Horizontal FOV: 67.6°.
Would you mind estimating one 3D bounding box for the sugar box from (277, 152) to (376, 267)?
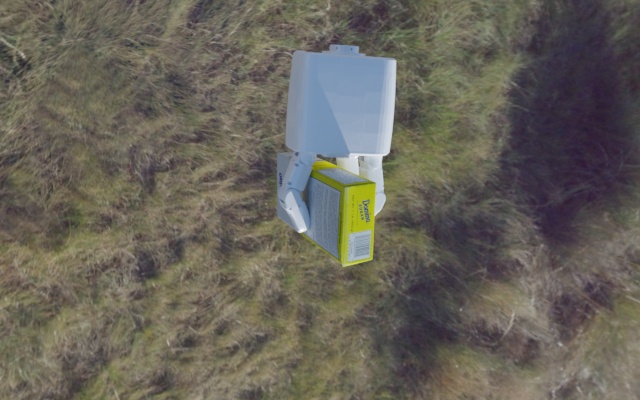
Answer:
[{"bbox_3d":[0.001,0.002,0.578,0.048,0.093,0.176,-7,20,-25],"label":"sugar box"}]
